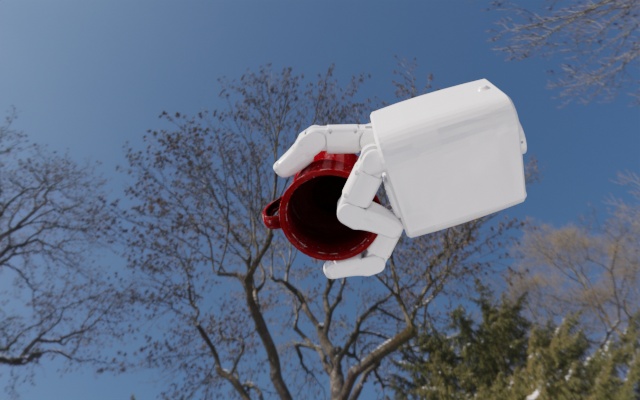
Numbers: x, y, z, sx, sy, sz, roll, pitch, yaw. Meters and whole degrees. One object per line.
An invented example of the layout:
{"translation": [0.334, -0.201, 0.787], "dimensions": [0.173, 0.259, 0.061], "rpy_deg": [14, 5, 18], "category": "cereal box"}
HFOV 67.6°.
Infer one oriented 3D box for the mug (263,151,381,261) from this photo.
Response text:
{"translation": [-0.001, 0.002, 0.468], "dimensions": [0.117, 0.093, 0.081], "rpy_deg": [-16, 23, 11], "category": "mug"}
